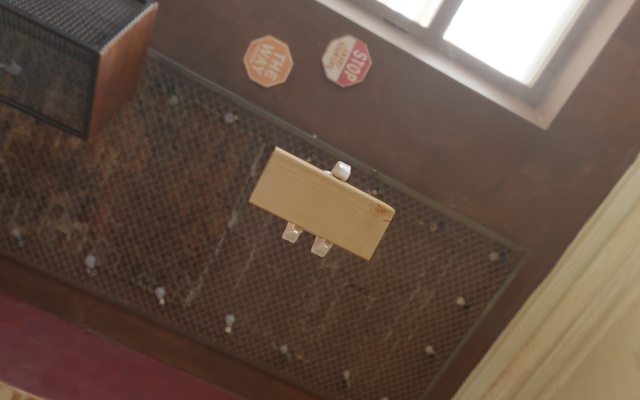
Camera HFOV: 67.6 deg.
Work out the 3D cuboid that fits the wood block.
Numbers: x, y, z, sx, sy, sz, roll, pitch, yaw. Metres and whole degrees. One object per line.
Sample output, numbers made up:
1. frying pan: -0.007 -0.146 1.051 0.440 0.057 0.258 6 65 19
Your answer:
1. wood block: 0.000 0.002 0.760 0.206 0.091 0.090 27 6 -9
